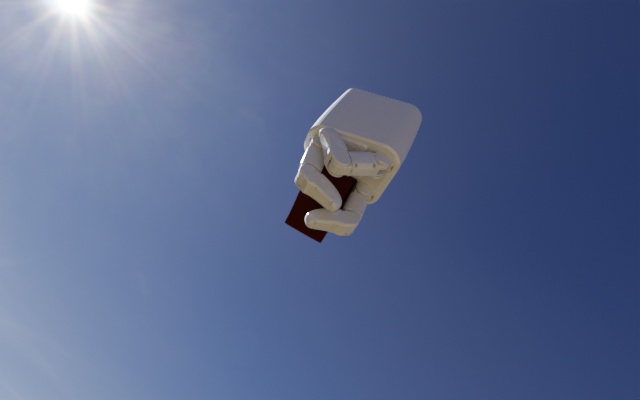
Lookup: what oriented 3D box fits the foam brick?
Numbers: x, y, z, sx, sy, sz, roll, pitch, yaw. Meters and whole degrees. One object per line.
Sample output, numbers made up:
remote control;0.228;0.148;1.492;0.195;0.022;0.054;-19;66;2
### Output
foam brick;0.000;0.002;0.570;0.053;0.051;0.078;31;-42;3
